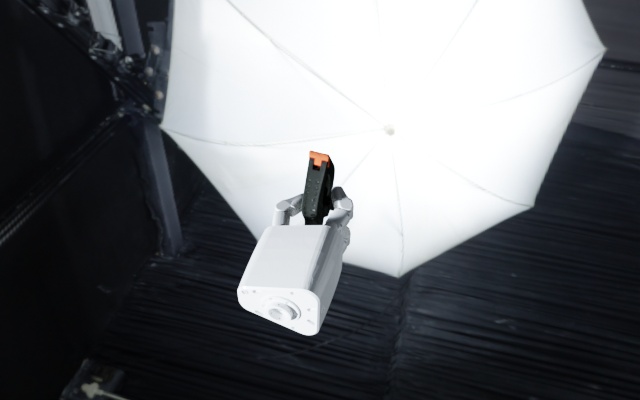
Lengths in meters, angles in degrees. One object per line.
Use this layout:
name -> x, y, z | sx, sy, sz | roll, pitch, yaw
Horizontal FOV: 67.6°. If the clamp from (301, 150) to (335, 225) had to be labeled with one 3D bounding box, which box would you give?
clamp -> -0.001, 0.002, 0.706 | 0.036, 0.210, 0.164 | 13, 44, 11
